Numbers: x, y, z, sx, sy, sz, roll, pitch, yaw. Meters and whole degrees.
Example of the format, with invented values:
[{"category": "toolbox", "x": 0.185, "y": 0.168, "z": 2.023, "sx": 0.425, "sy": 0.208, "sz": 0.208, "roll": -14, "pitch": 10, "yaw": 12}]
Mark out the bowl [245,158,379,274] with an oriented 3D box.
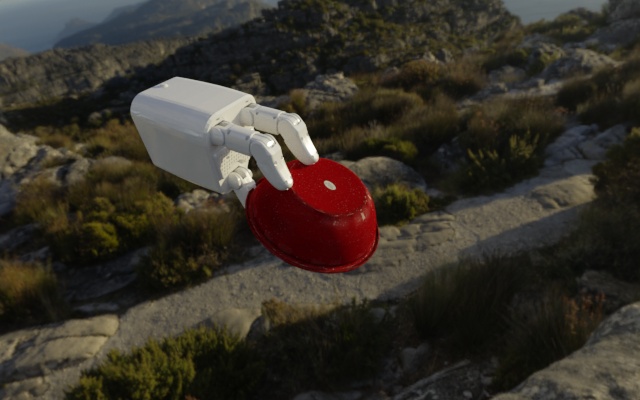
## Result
[{"category": "bowl", "x": 0.001, "y": 0.002, "z": 0.537, "sx": 0.162, "sy": 0.162, "sz": 0.055, "roll": 0, "pitch": -44, "yaw": -25}]
